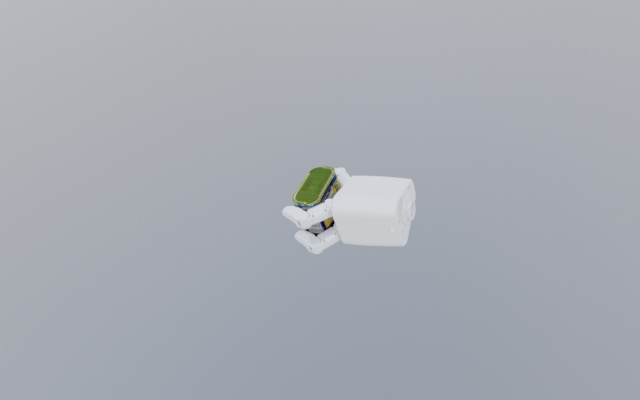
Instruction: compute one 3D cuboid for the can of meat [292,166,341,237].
[{"bbox_3d":[0.000,0.002,0.827,0.057,0.084,0.102,4,45,28],"label":"can of meat"}]
